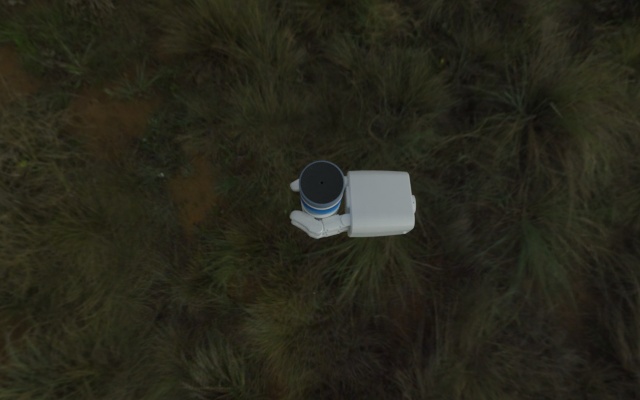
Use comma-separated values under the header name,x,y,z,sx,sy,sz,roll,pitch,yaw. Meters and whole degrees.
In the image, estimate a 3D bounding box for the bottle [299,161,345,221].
name,x,y,z,sx,sy,sz,roll,pitch,yaw
bottle,0.000,0.003,0.825,0.069,0.069,0.296,0,-11,-1
